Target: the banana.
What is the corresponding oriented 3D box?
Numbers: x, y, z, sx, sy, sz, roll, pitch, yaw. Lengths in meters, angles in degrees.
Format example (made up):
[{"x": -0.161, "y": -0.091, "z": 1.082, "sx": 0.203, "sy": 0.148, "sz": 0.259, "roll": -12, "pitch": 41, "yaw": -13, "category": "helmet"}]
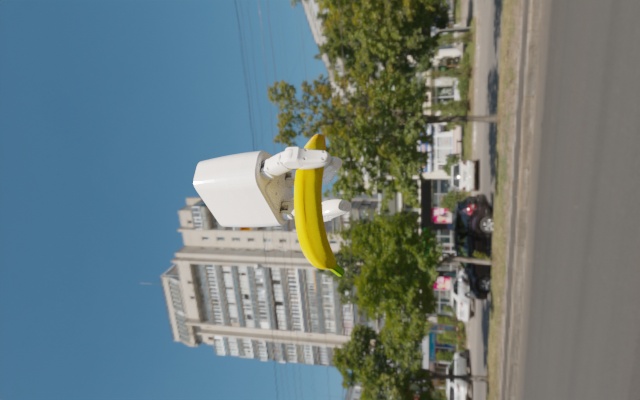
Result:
[{"x": -0.008, "y": 0.005, "z": 0.632, "sx": 0.037, "sy": 0.198, "sz": 0.069, "roll": -10, "pitch": -7, "yaw": 27, "category": "banana"}]
